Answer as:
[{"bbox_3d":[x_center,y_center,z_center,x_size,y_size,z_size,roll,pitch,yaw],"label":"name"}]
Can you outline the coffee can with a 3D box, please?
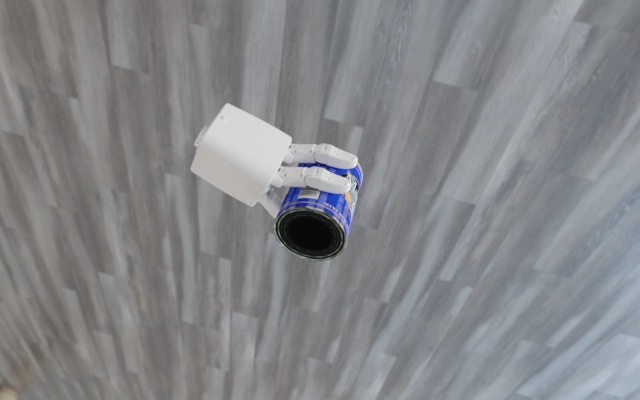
[{"bbox_3d":[0.000,0.002,0.693,0.103,0.103,0.140,0,41,16],"label":"coffee can"}]
